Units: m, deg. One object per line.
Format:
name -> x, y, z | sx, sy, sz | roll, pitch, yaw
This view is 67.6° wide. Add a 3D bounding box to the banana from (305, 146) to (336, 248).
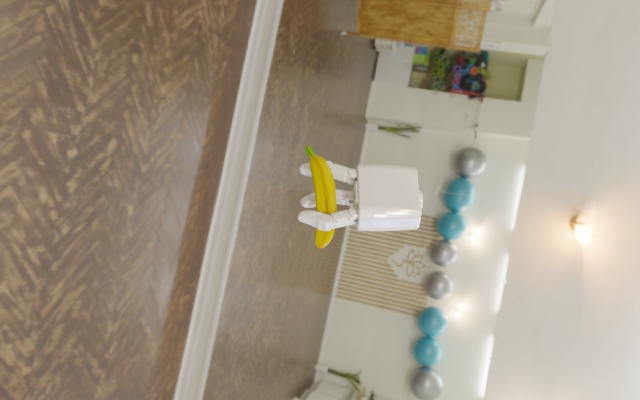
banana -> 0.005, 0.006, 0.834 | 0.037, 0.198, 0.069 | -10, 24, -13
